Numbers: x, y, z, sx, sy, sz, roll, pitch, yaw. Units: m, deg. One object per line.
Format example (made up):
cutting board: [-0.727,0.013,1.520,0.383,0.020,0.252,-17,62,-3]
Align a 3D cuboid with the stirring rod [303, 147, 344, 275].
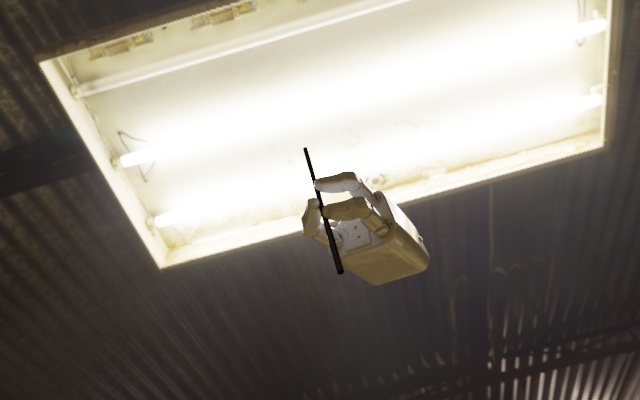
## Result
stirring rod: [0.000,0.002,0.626,0.011,0.011,0.239,0,41,-15]
